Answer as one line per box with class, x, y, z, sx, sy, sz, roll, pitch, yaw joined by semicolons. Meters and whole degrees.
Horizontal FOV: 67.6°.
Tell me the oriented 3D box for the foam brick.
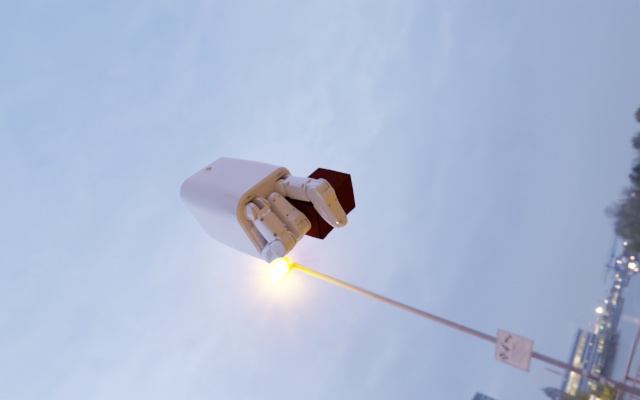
foam brick;0.000;0.002;0.594;0.051;0.053;0.078;14;39;33
